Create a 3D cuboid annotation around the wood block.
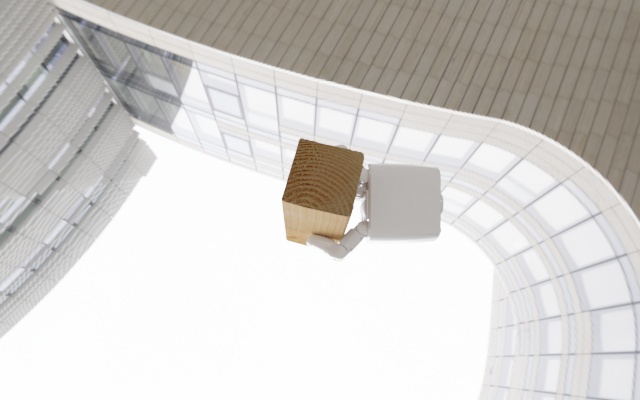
[{"bbox_3d":[0.000,0.003,0.692,0.090,0.090,0.206,13,-19,2],"label":"wood block"}]
